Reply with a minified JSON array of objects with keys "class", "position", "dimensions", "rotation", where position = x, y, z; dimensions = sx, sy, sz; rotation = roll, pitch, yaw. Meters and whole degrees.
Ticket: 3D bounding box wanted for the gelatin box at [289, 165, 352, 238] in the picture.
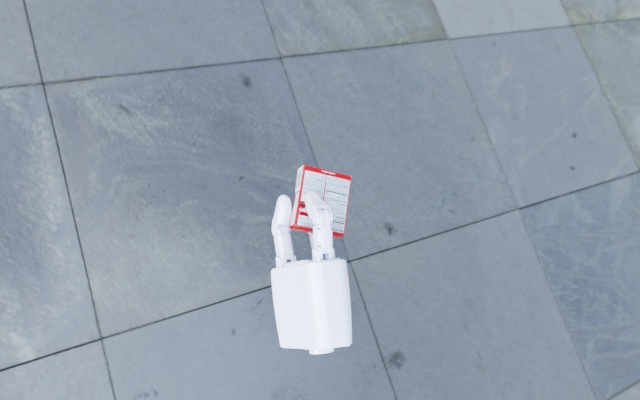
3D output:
[{"class":"gelatin box","position":[0.000,0.002,0.661],"dimensions":[0.073,0.089,0.030],"rotation":[12,-12,-19]}]
